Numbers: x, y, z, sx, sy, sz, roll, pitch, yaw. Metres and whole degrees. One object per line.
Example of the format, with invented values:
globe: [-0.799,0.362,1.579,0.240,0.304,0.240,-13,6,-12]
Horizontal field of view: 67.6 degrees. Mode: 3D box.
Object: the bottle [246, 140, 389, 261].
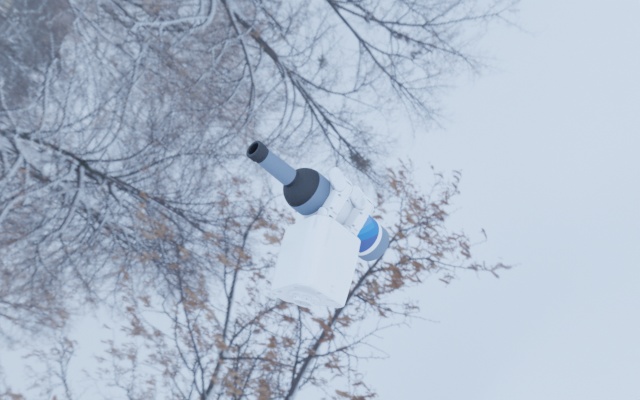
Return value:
bottle: [0.000,0.002,0.732,0.069,0.069,0.296,0,-29,45]
